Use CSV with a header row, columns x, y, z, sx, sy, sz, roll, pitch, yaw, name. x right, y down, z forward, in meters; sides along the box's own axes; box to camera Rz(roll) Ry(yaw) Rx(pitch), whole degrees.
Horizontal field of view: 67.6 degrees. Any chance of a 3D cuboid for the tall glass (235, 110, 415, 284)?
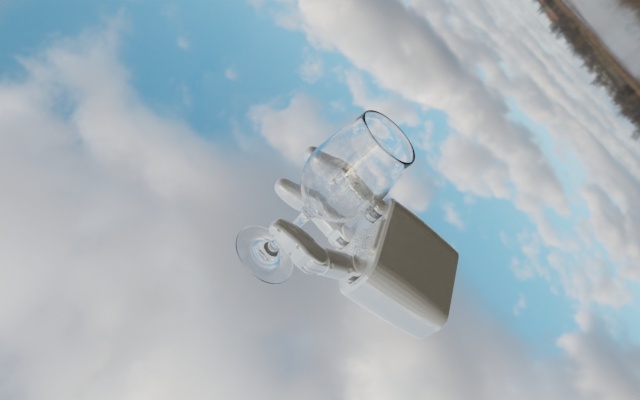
x,y,z,sx,sy,sz,roll,pitch,yaw,name
0.000,0.002,0.469,0.079,0.079,0.201,0,-35,-48,tall glass
